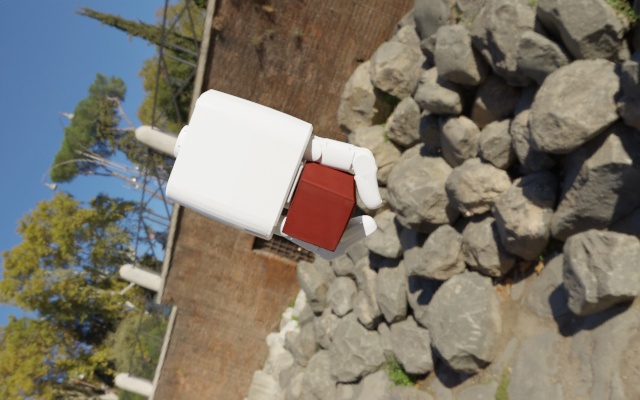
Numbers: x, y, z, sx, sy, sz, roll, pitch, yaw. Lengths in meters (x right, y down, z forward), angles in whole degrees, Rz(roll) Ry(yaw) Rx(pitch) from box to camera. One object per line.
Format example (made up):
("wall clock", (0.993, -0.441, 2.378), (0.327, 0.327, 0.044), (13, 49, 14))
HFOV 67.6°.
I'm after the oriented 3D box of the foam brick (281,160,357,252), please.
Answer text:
("foam brick", (0.000, 0.001, 0.437), (0.051, 0.053, 0.078), (21, 20, -5))
